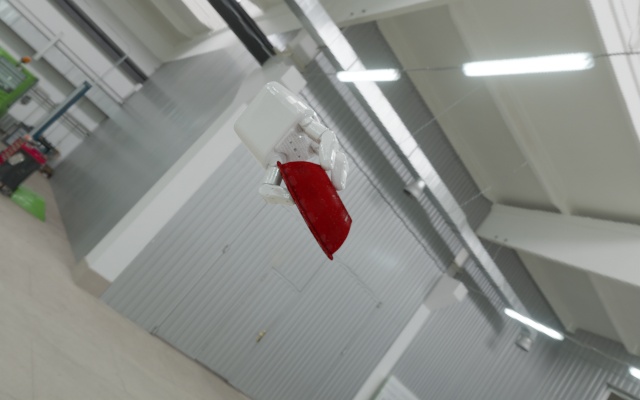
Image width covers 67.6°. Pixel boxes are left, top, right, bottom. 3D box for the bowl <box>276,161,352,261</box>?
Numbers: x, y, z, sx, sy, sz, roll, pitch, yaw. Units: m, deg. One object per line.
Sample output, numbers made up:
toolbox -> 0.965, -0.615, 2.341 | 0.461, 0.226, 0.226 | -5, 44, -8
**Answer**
bowl -> 0.001, 0.003, 0.678 | 0.055, 0.162, 0.162 | -29, -1, 2
